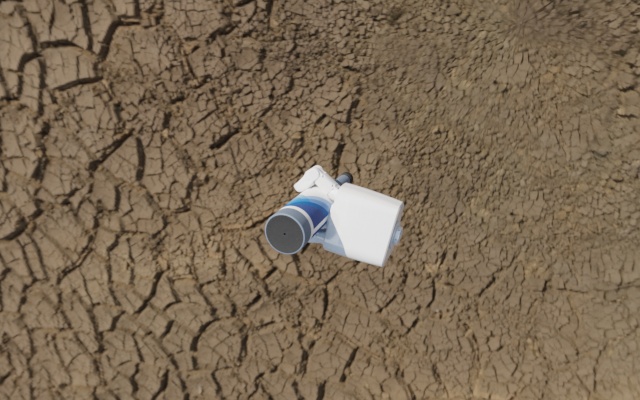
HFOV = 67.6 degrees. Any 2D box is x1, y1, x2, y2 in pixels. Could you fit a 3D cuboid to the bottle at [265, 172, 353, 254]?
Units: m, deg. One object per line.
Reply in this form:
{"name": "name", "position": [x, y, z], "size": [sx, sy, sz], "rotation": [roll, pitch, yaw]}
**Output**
{"name": "bottle", "position": [0.000, 0.003, 0.838], "size": [0.069, 0.069, 0.295], "rotation": [0, 19, 23]}
